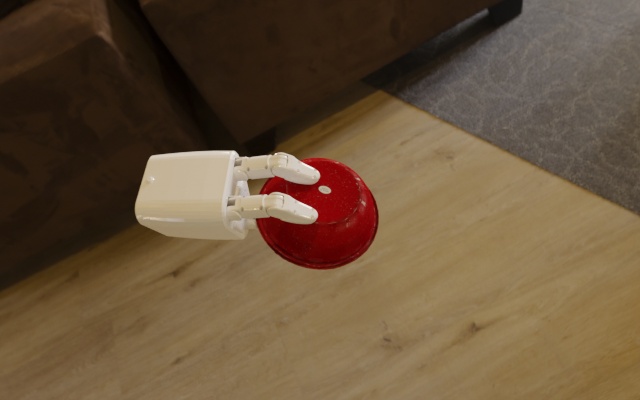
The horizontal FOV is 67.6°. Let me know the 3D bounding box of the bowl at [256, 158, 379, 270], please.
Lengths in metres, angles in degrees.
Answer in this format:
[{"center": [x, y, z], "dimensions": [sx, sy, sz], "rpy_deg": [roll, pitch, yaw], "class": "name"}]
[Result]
[{"center": [0.001, 0.002, 0.597], "dimensions": [0.162, 0.162, 0.055], "rpy_deg": [0, -31, -9], "class": "bowl"}]
